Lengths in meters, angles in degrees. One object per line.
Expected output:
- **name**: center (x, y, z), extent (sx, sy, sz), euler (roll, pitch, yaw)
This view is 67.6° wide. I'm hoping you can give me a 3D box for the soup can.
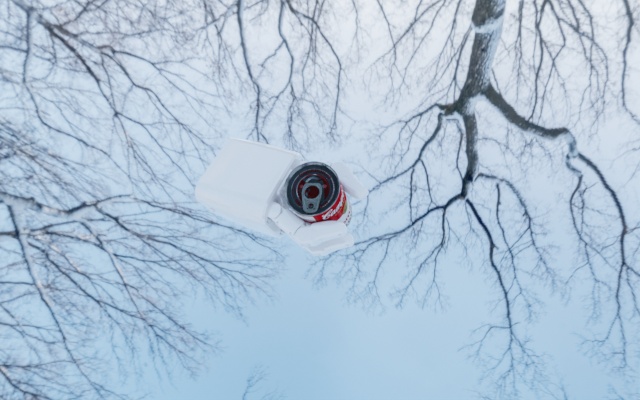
- **soup can**: center (0.001, 0.002, 0.602), extent (0.068, 0.068, 0.102), euler (0, -19, 13)
